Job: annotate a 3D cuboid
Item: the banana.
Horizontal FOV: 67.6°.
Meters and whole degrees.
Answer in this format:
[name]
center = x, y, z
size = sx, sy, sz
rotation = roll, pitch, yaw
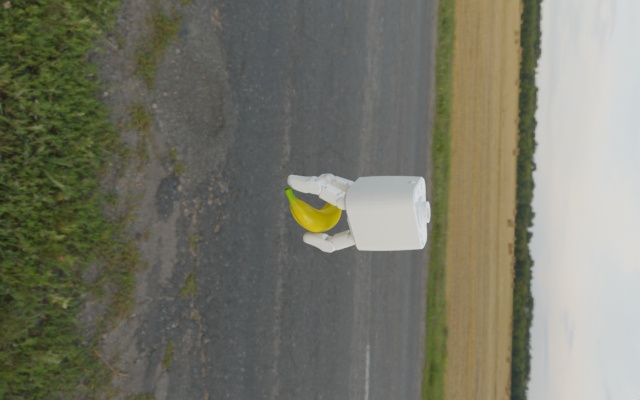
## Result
[banana]
center = -0.001, 0.021, 0.823
size = 0.037, 0.069, 0.198
rotation = -4, -7, 23
